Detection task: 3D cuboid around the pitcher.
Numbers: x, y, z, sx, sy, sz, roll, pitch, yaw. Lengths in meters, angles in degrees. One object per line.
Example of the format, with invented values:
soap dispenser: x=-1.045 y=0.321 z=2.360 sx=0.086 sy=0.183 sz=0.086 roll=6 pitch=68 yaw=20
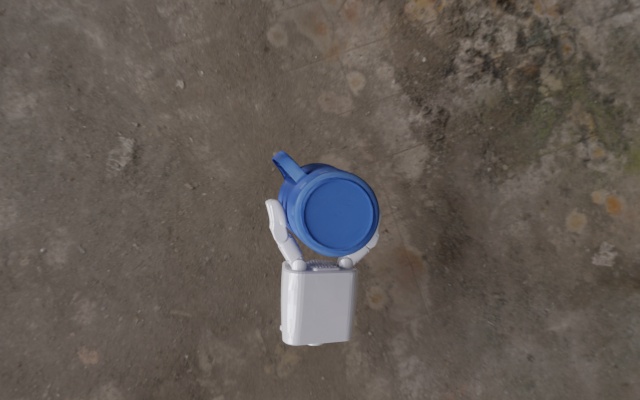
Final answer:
pitcher: x=0.000 y=0.002 z=0.699 sx=0.149 sy=0.145 sz=0.243 roll=4 pitch=3 yaw=-7
